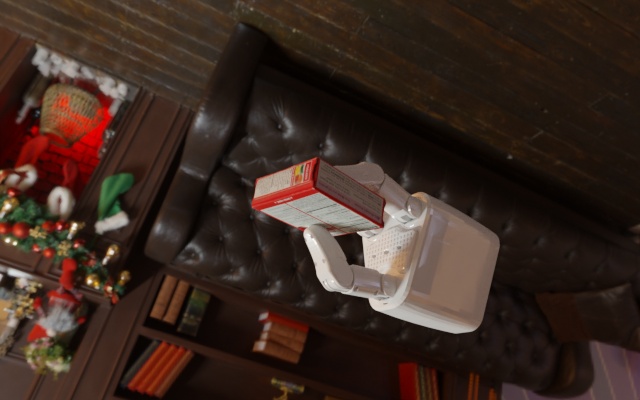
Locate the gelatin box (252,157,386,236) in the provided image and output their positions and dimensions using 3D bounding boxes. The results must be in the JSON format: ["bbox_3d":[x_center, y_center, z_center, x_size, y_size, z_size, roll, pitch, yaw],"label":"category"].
[{"bbox_3d":[0.000,0.002,0.400,0.073,0.030,0.089,-15,-31,42],"label":"gelatin box"}]
